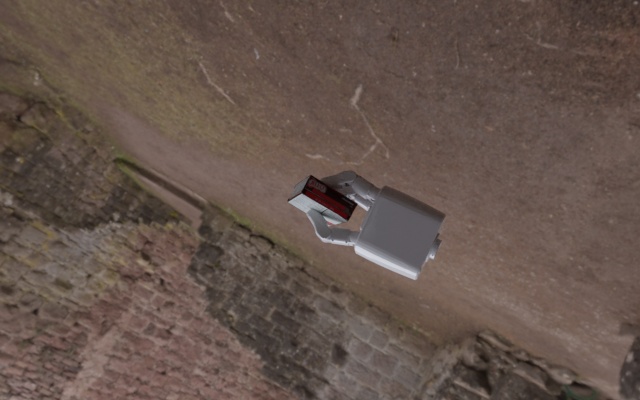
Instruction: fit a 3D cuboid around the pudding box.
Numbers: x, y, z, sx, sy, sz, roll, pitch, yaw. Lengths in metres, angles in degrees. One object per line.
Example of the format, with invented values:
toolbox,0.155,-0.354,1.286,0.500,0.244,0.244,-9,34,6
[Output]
pudding box,0.000,0.003,0.790,0.090,0.039,0.113,32,-16,-10
